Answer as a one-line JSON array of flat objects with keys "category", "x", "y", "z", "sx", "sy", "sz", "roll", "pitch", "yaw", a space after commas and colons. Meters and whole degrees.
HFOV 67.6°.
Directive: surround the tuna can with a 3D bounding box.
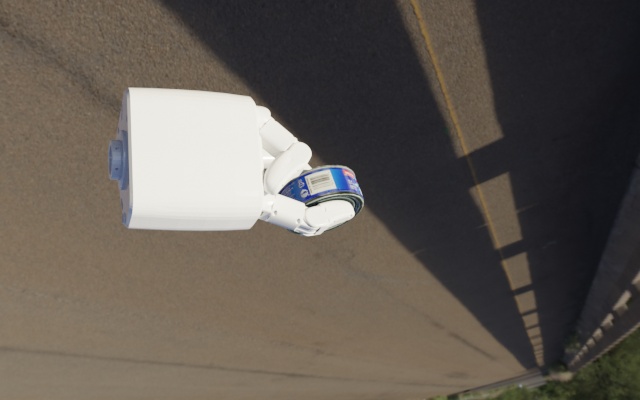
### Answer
[{"category": "tuna can", "x": 0.000, "y": 0.002, "z": 0.488, "sx": 0.086, "sy": 0.033, "sz": 0.086, "roll": -16, "pitch": -26, "yaw": -8}]
